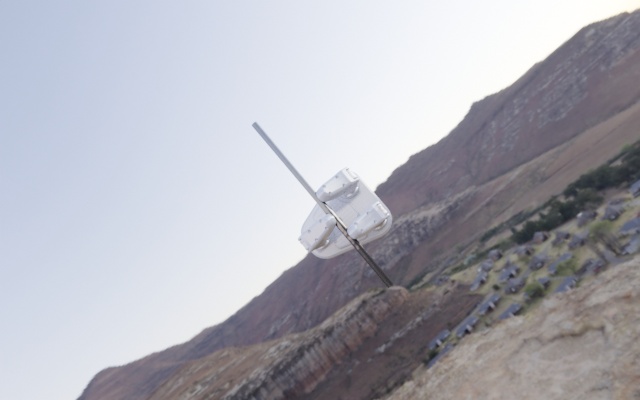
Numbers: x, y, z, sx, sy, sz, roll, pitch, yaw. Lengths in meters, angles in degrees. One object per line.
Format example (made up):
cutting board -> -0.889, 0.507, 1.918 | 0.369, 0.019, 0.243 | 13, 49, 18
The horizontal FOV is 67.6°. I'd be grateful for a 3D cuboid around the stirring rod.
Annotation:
stirring rod -> 0.000, 0.002, 0.536 | 0.011, 0.239, 0.011 | -39, -9, -7
